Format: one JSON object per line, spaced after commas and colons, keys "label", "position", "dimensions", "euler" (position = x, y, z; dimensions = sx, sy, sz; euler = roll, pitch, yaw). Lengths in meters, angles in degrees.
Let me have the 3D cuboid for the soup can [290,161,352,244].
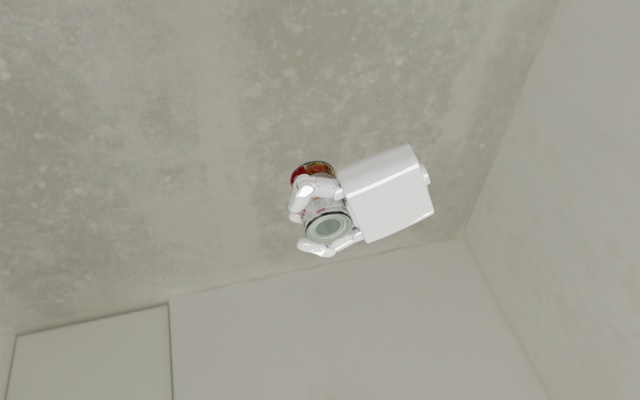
{"label": "soup can", "position": [0.000, 0.003, 0.680], "dimensions": [0.068, 0.102, 0.069], "euler": [-11, -40, -9]}
